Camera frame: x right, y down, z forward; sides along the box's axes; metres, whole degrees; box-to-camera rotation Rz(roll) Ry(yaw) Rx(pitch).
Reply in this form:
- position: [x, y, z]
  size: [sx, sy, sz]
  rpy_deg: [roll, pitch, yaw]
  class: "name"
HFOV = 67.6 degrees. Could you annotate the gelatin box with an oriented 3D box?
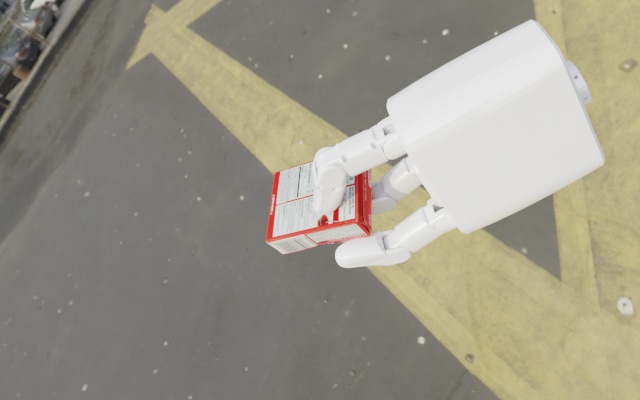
- position: [0.000, 0.001, 0.408]
  size: [0.089, 0.073, 0.030]
  rpy_deg: [-15, -36, 25]
  class: "gelatin box"
